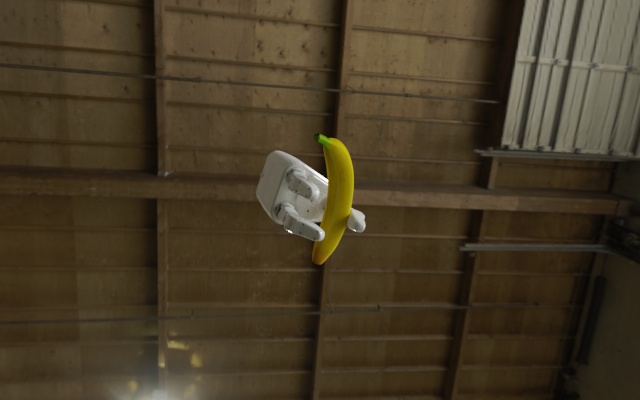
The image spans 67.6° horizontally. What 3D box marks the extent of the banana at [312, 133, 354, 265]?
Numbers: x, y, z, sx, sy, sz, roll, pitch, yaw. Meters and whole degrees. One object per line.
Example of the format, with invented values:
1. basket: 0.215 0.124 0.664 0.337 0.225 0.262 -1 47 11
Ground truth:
1. banana: 0.016 -0.005 0.673 0.069 0.198 0.037 -14 27 -28
